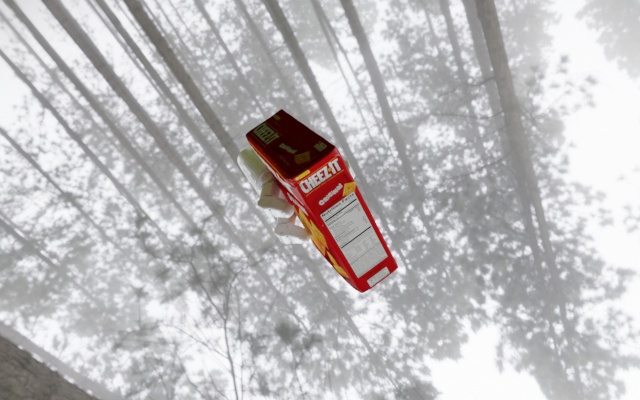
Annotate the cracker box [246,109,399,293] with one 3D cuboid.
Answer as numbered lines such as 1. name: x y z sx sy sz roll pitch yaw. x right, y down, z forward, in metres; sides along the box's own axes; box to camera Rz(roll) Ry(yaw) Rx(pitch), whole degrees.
1. cracker box: 0.000 0.002 0.633 0.072 0.214 0.164 -37 36 -8
